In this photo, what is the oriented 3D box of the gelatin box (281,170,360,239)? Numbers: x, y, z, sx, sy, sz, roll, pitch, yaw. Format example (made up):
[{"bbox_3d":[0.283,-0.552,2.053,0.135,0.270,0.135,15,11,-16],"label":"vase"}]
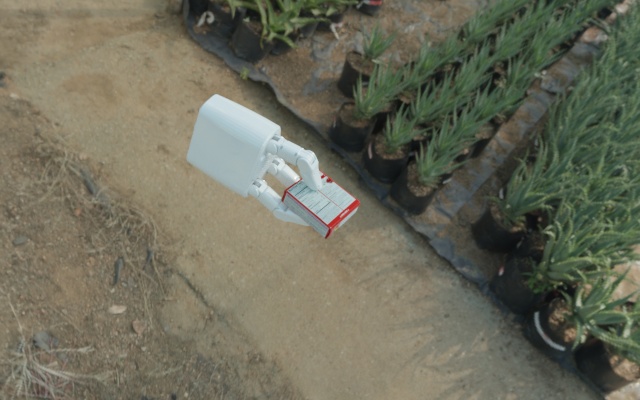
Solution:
[{"bbox_3d":[0.000,0.002,0.688,0.089,0.030,0.073,39,50,15],"label":"gelatin box"}]
